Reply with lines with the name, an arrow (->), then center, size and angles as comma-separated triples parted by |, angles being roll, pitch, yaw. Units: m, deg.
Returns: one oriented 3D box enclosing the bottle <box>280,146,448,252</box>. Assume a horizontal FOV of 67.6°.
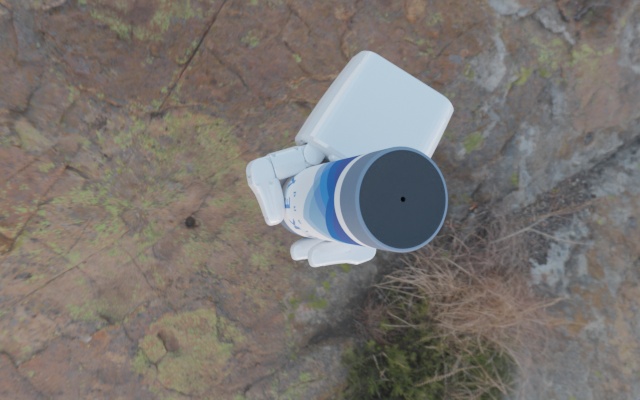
bottle -> 0.000, 0.001, 0.435 | 0.069, 0.069, 0.296 | 0, -1, -21
